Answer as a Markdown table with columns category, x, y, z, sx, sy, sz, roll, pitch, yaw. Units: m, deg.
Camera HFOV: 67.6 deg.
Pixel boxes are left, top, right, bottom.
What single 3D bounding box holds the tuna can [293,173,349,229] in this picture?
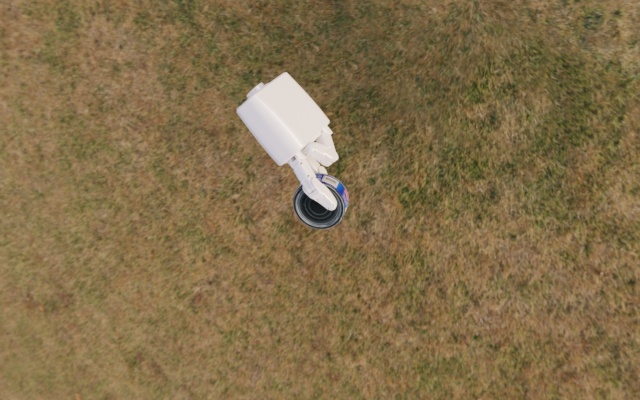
| category | x | y | z | sx | sy | sz | roll | pitch | yaw |
| --- | --- | --- | --- | --- | --- | --- | --- | --- | --- |
| tuna can | 0.000 | 0.003 | 0.757 | 0.086 | 0.086 | 0.033 | 0 | 26 | 14 |
